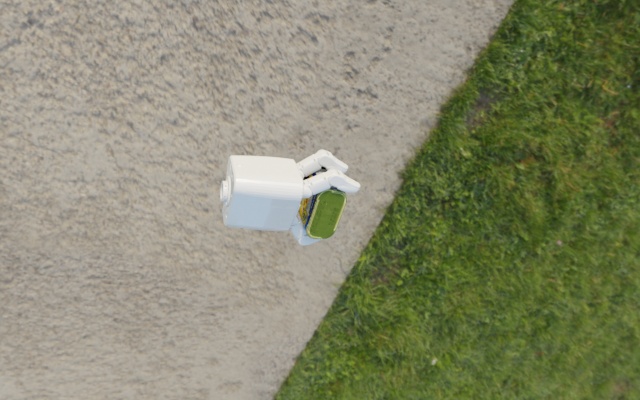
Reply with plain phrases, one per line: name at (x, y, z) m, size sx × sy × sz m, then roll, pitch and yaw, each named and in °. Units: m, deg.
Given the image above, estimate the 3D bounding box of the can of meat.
can of meat at (0.000, 0.003, 0.801) m, size 0.057 × 0.102 × 0.084 m, roll 7°, pitch 31°, yaw -21°
